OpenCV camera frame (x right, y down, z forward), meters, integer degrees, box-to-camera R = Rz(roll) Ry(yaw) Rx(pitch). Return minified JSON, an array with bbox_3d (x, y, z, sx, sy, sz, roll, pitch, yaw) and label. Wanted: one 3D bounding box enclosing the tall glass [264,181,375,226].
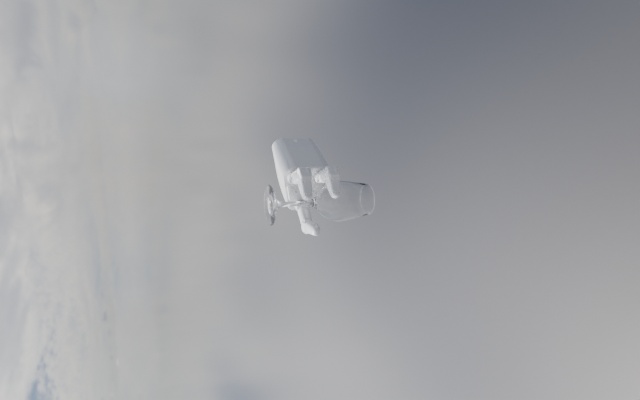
[{"bbox_3d":[0.000,0.003,0.899,0.201,0.079,0.079,-3,1,-22],"label":"tall glass"}]
